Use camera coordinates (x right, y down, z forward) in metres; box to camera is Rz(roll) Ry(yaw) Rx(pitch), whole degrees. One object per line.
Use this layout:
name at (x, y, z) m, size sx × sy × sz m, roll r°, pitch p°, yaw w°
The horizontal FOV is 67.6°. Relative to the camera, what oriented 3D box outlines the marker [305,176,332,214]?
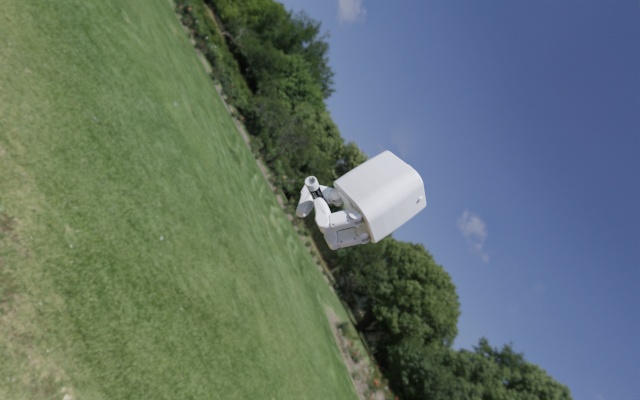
marker at (0.000, 0.003, 0.770) m, size 0.020 × 0.020 × 0.121 m, roll 0°, pitch -32°, yaw 17°
